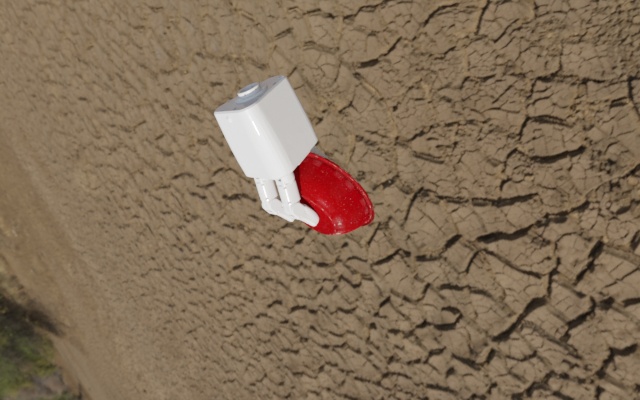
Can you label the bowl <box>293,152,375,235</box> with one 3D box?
[{"bbox_3d":[0.001,0.004,0.727,0.162,0.055,0.162,31,-25,16],"label":"bowl"}]
